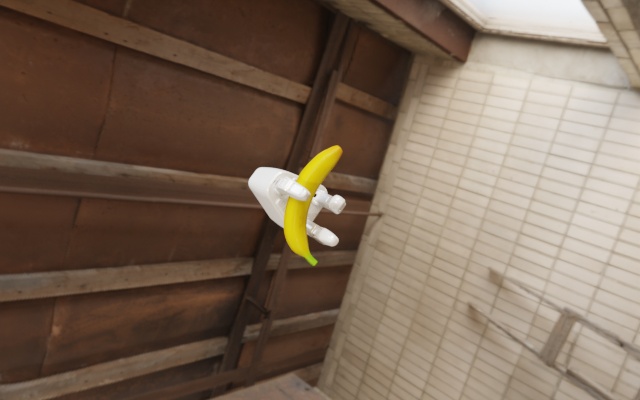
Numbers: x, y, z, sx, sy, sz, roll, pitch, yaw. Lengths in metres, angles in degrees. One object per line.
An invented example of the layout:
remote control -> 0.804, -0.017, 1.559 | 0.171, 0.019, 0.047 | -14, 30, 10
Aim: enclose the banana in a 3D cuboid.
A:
banana -> -0.019, 0.002, 0.770 | 0.069, 0.198, 0.037 | 13, -2, -8
